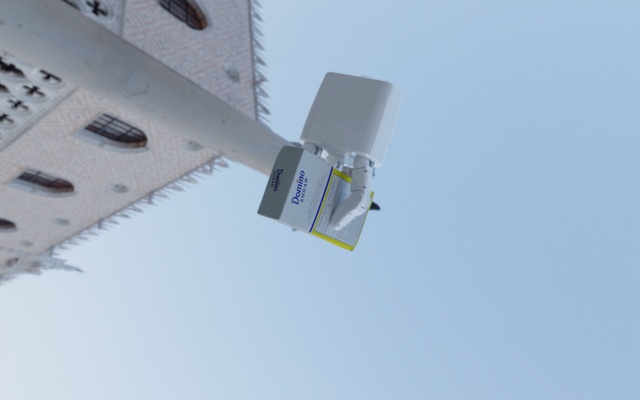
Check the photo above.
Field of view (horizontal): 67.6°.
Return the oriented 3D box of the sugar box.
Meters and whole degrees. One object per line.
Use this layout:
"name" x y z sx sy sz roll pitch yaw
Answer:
"sugar box" 0.000 0.002 0.634 0.048 0.093 0.176 14 -9 41
